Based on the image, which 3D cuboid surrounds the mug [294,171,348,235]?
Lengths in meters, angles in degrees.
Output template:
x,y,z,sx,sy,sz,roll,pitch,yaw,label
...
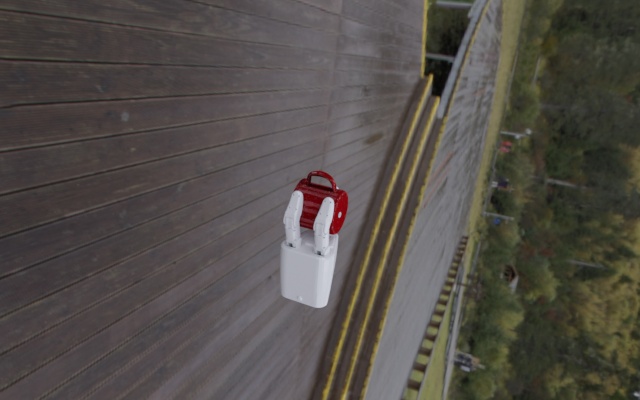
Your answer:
x,y,z,sx,sy,sz,roll,pitch,yaw,label
0.000,0.001,0.846,0.081,0.117,0.093,14,27,18,mug
